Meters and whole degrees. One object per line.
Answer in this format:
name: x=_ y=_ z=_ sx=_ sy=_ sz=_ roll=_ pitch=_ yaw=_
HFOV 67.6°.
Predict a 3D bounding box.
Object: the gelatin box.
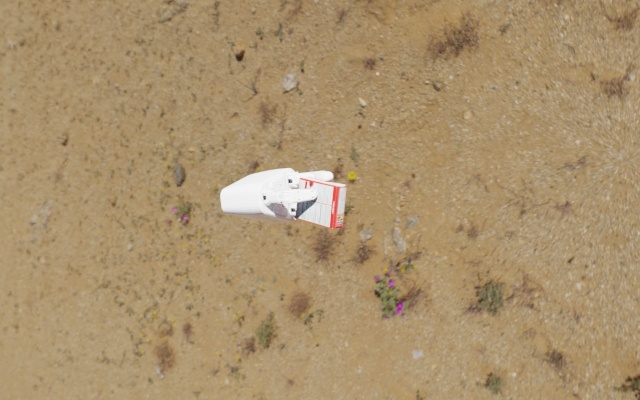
gelatin box: x=0.000 y=0.003 z=0.813 sx=0.089 sy=0.073 sz=0.030 roll=14 pitch=14 yaw=39
